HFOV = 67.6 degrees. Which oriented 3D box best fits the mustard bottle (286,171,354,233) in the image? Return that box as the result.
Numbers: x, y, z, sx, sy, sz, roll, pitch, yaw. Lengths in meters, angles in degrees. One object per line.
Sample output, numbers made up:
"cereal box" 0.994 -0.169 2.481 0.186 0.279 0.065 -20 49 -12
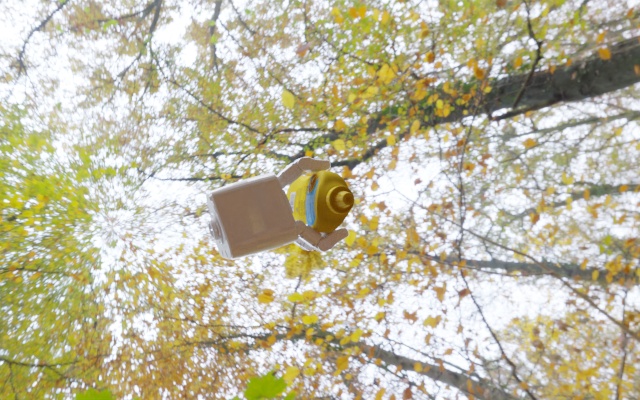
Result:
"mustard bottle" 0.000 0.002 0.754 0.058 0.096 0.191 9 -7 -23
